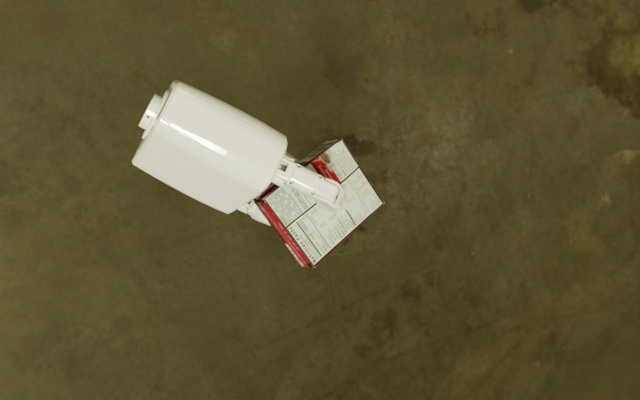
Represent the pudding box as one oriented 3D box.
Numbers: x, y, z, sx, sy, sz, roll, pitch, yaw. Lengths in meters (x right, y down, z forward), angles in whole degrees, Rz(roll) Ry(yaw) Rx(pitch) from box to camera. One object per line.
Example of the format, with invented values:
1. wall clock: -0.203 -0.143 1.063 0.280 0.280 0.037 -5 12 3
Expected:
1. pudding box: 0.000 0.002 0.501 0.113 0.090 0.039 -39 15 -20
